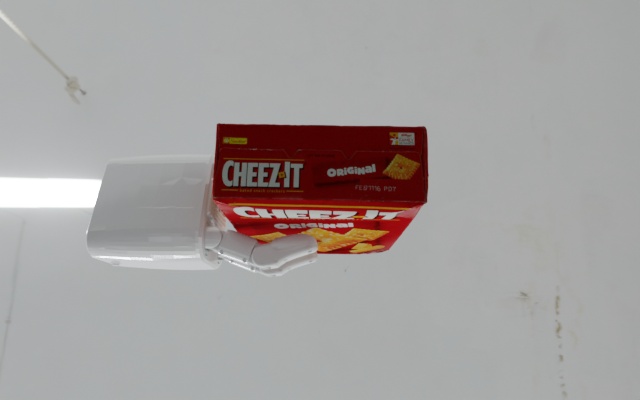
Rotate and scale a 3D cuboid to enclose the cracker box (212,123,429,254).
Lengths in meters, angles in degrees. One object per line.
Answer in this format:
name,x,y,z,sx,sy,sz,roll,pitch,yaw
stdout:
cracker box,0.000,0.001,0.459,0.164,0.072,0.214,0,-15,0
